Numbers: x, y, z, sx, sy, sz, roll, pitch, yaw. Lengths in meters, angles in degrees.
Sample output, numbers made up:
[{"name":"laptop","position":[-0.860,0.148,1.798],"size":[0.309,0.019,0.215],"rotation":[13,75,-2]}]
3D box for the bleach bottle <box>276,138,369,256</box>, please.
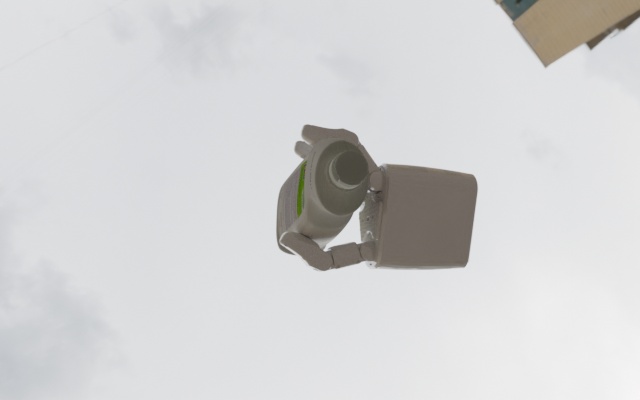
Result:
[{"name":"bleach bottle","position":[0.000,0.002,0.505],"size":[0.068,0.102,0.251],"rotation":[2,-9,-12]}]
